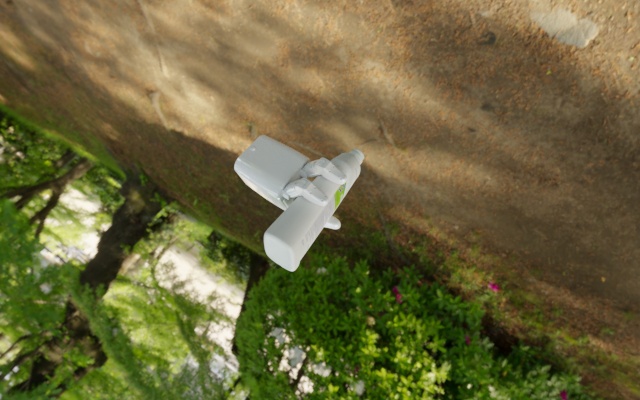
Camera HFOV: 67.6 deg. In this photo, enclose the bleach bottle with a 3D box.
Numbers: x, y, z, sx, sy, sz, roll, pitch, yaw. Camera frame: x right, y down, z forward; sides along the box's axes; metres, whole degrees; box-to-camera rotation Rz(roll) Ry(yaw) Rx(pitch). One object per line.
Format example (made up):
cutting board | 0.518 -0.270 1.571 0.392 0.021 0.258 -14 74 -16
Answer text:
bleach bottle | 0.000 0.003 0.858 0.068 0.250 0.103 31 -29 16
